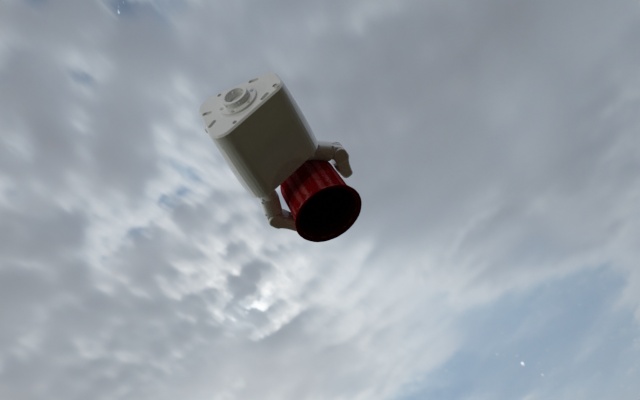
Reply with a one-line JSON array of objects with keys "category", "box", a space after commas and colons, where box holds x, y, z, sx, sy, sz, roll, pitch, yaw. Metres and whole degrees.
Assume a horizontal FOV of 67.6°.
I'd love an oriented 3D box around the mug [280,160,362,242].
[{"category": "mug", "box": [0.001, 0.003, 0.646, 0.093, 0.117, 0.081, -32, 45, -1]}]
